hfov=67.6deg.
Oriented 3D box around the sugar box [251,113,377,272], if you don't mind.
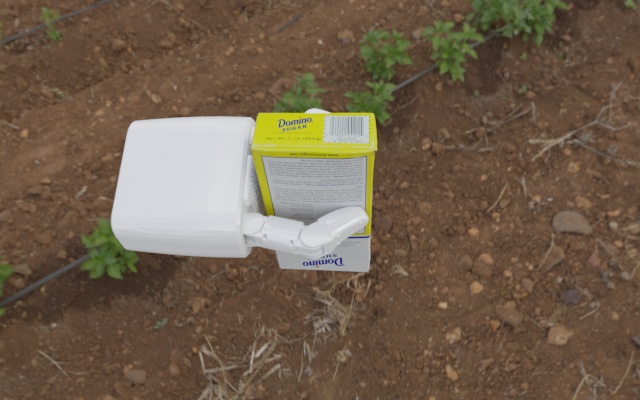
[{"bbox_3d":[0.000,0.001,0.423,0.093,0.048,0.176,2,-35,4],"label":"sugar box"}]
